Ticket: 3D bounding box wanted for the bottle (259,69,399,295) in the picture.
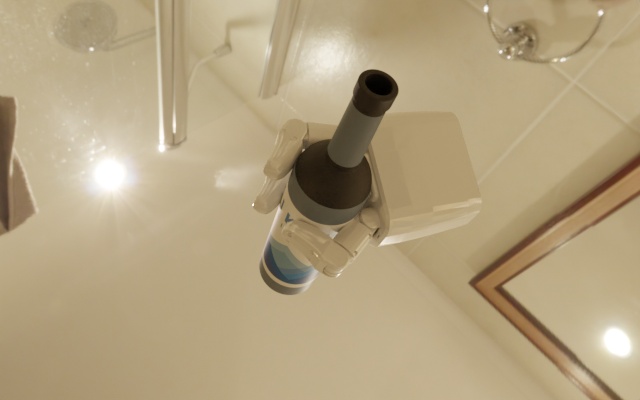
[{"bbox_3d":[0.000,0.002,0.423,0.069,0.069,0.296,0,-31,-17],"label":"bottle"}]
